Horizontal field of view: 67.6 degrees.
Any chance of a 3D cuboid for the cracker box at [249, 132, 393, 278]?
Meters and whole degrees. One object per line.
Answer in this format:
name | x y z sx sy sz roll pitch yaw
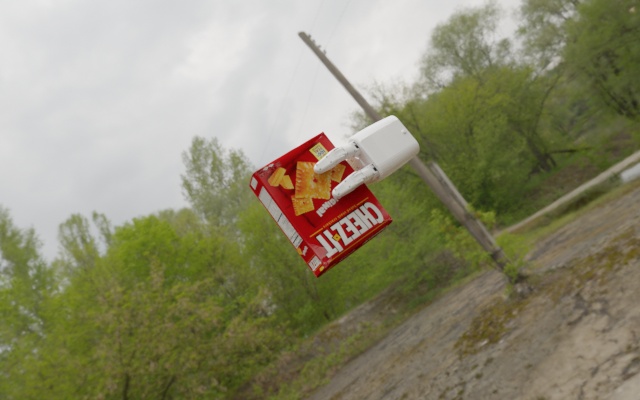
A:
cracker box | 0.000 0.003 0.865 0.164 0.213 0.072 -33 -11 -24
